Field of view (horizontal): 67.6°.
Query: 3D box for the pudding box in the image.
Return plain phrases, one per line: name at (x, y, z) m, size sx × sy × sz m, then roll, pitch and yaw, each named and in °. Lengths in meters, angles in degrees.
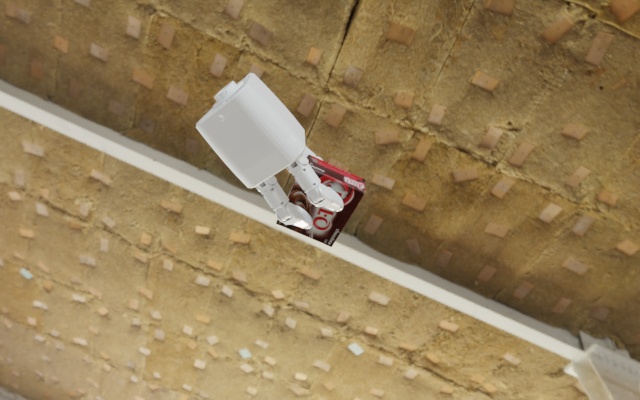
pudding box at (0.000, 0.002, 0.669) m, size 0.090 × 0.114 × 0.039 m, roll 24°, pitch 37°, yaw -7°
